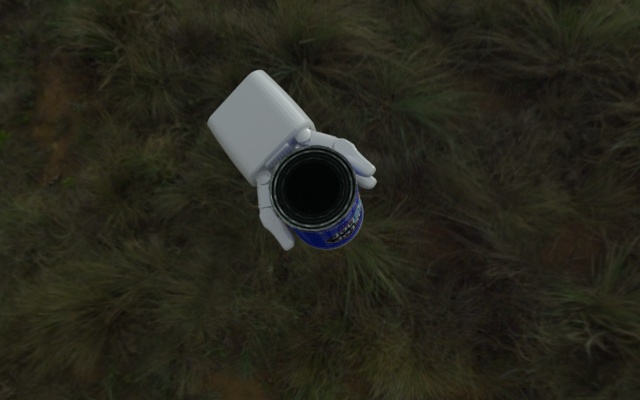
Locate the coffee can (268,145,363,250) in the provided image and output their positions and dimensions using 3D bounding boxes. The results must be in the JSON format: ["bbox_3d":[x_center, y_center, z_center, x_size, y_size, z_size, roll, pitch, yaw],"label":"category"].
[{"bbox_3d":[0.000,0.002,0.607,0.103,0.102,0.140,0,-14,8],"label":"coffee can"}]
